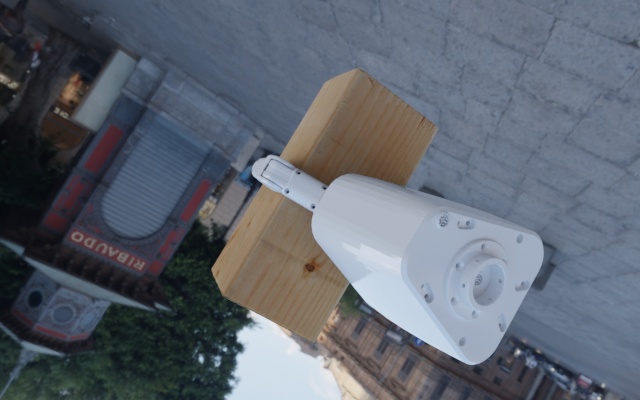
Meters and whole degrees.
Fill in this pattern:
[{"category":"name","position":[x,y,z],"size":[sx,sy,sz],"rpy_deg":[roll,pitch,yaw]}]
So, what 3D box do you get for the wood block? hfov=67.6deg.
[{"category":"wood block","position":[0.000,0.001,0.420],"size":[0.091,0.206,0.090],"rpy_deg":[33,-5,-18]}]
